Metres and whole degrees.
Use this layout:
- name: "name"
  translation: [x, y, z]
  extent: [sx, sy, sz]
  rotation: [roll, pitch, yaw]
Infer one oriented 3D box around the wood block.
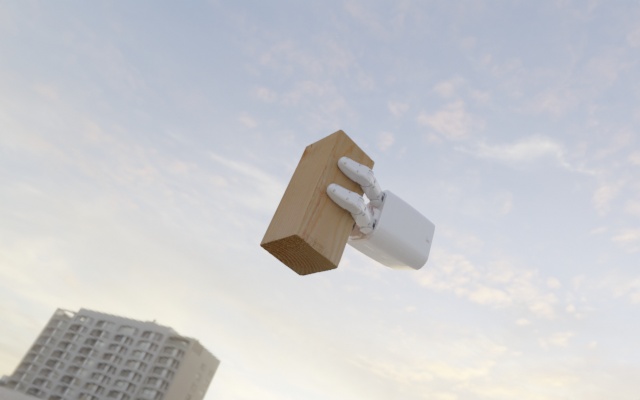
- name: "wood block"
  translation: [0.000, 0.003, 0.745]
  extent: [0.090, 0.206, 0.091]
  rotation: [41, -38, -25]
